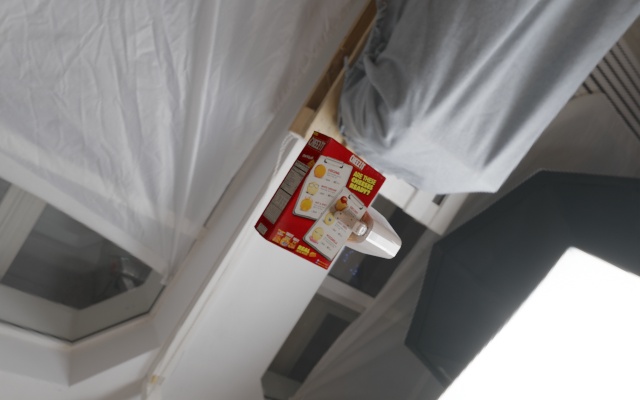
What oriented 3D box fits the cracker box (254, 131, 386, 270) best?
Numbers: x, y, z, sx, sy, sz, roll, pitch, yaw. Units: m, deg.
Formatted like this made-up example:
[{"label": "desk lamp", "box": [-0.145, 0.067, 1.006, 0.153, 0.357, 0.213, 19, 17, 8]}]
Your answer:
[{"label": "cracker box", "box": [0.000, 0.003, 0.893, 0.164, 0.213, 0.072, 31, 1, -38]}]
